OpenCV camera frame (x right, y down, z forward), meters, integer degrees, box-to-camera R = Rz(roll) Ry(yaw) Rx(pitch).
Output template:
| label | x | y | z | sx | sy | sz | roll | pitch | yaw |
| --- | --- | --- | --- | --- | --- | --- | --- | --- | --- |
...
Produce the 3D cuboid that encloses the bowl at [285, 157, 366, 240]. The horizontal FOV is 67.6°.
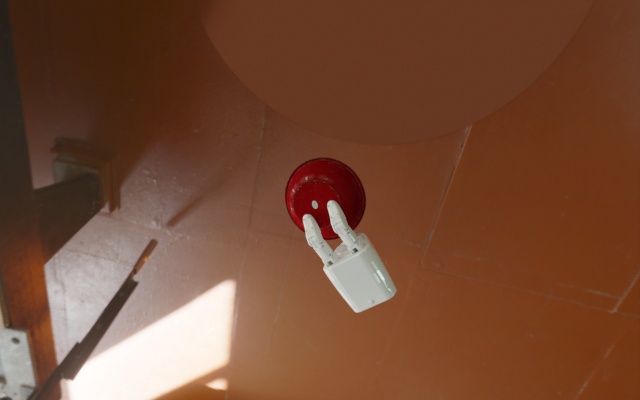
| label | x | y | z | sx | sy | sz | roll | pitch | yaw |
| --- | --- | --- | --- | --- | --- | --- | --- | --- | --- |
| bowl | -0.001 | 0.002 | 0.887 | 0.162 | 0.162 | 0.055 | 0 | 12 | 18 |
